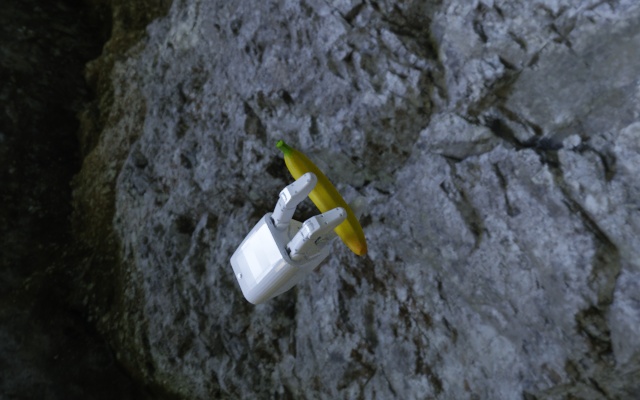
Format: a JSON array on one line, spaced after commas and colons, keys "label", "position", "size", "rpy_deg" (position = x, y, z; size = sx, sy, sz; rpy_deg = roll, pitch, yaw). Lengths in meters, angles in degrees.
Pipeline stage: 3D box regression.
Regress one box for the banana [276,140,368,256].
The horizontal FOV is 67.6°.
[{"label": "banana", "position": [0.004, -0.003, 0.687], "size": [0.037, 0.198, 0.069], "rpy_deg": [-42, -8, 19]}]
